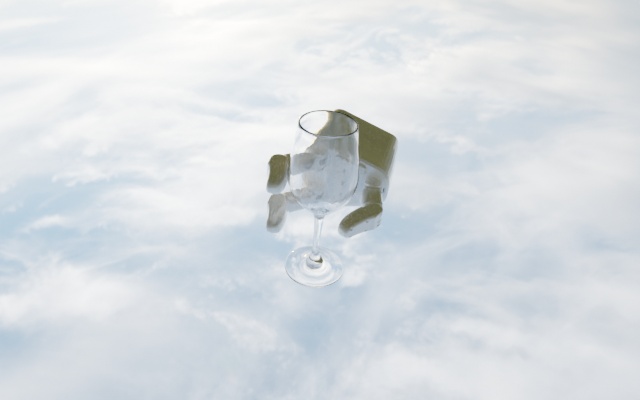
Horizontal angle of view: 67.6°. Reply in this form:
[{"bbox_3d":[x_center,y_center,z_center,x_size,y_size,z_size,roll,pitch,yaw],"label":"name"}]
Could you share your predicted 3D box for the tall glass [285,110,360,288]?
[{"bbox_3d":[0.000,0.002,0.542,0.079,0.201,0.079,4,36,-3],"label":"tall glass"}]
